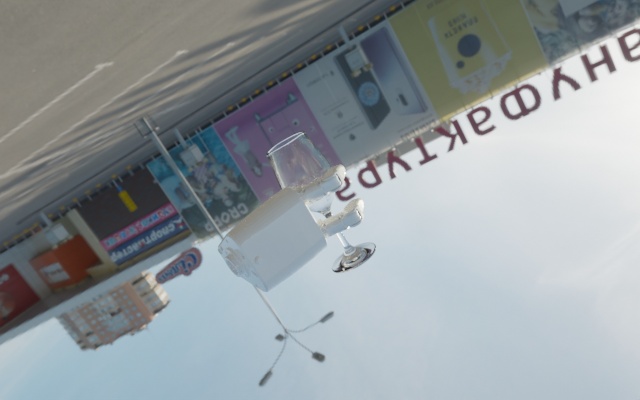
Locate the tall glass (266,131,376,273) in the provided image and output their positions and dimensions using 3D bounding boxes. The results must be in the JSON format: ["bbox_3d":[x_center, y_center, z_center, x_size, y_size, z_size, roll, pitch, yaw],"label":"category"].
[{"bbox_3d":[0.001,0.003,0.683,0.079,0.201,0.079,-29,14,8],"label":"tall glass"}]
